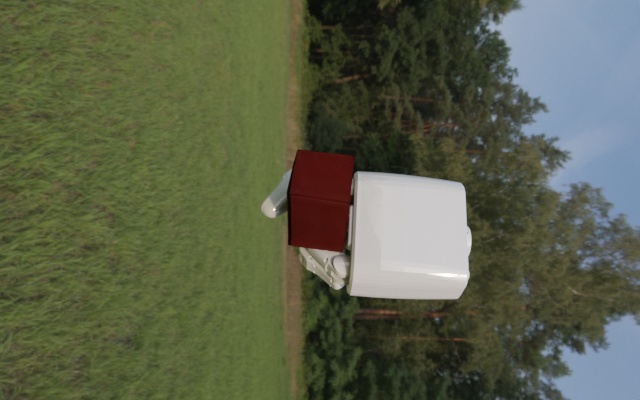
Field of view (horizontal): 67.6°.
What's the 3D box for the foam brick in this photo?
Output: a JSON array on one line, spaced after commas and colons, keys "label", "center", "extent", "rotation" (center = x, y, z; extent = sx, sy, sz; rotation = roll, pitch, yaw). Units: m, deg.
[{"label": "foam brick", "center": [0.000, 0.001, 0.420], "extent": [0.051, 0.053, 0.078], "rotation": [7, -37, 3]}]
